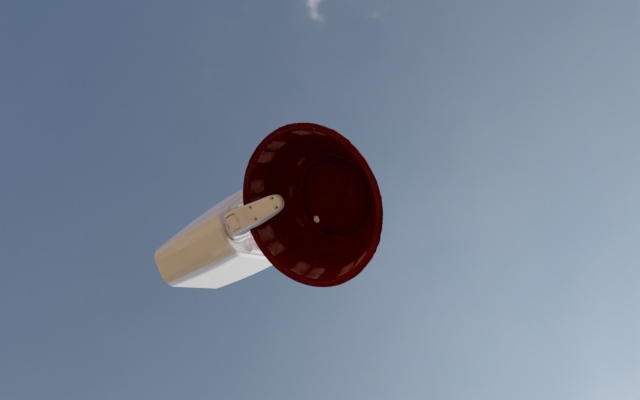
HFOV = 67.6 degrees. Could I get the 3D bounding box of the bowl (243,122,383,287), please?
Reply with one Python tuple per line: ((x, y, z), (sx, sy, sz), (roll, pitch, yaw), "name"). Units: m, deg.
((0.001, 0.001, 0.479), (0.162, 0.162, 0.055), (0, 11, 34), "bowl")
